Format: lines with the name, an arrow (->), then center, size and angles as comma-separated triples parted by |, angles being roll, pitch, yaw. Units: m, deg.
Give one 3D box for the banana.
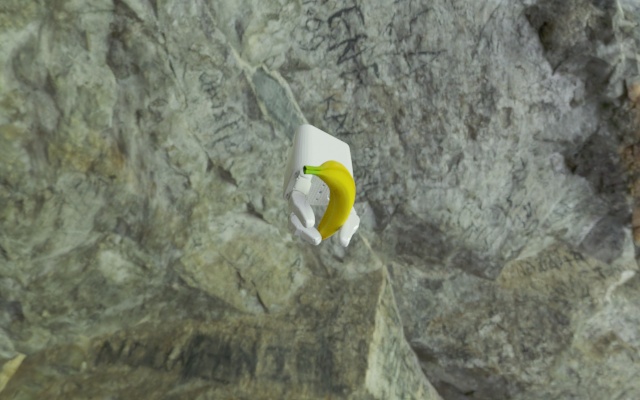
banana -> 0.018, -0.003, 0.709 | 0.069, 0.037, 0.198 | -9, -34, 1
